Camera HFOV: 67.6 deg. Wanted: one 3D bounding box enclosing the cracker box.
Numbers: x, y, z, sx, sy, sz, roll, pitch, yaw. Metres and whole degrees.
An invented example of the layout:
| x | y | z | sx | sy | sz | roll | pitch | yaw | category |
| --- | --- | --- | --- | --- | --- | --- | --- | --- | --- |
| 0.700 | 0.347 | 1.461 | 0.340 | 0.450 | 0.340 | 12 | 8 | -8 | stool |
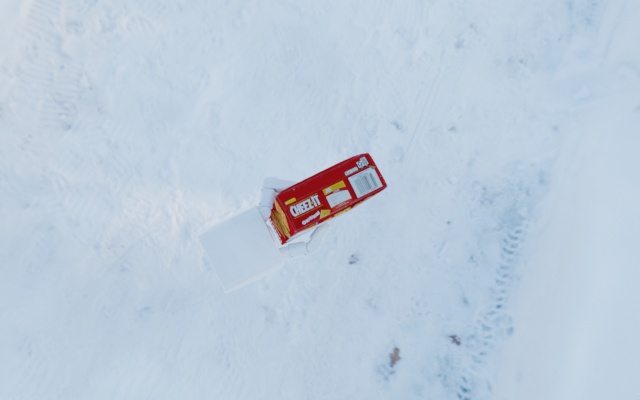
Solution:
| x | y | z | sx | sy | sz | roll | pitch | yaw | category |
| --- | --- | --- | --- | --- | --- | --- | --- | --- | --- |
| 0.000 | 0.003 | 0.814 | 0.164 | 0.072 | 0.214 | -26 | -4 | -13 | cracker box |
